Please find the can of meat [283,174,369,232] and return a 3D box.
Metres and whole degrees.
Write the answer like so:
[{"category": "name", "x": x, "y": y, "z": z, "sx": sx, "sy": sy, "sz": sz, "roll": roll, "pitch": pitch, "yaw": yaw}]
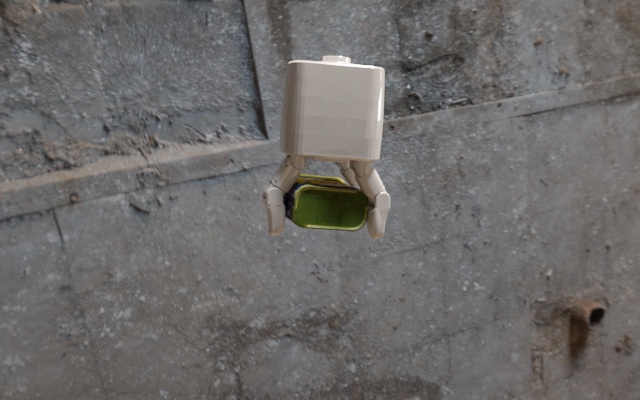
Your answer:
[{"category": "can of meat", "x": 0.000, "y": 0.002, "z": 0.594, "sx": 0.102, "sy": 0.057, "sz": 0.084, "roll": 4, "pitch": 9, "yaw": -21}]
